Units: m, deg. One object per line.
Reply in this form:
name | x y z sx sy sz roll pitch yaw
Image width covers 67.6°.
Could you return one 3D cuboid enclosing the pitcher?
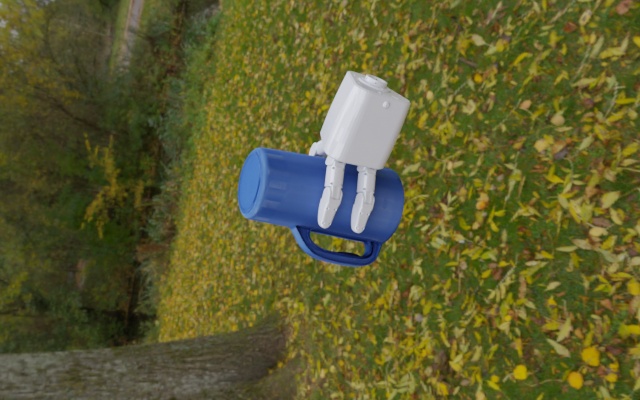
pitcher | 0.000 0.002 0.750 0.243 0.145 0.149 10 29 -28
